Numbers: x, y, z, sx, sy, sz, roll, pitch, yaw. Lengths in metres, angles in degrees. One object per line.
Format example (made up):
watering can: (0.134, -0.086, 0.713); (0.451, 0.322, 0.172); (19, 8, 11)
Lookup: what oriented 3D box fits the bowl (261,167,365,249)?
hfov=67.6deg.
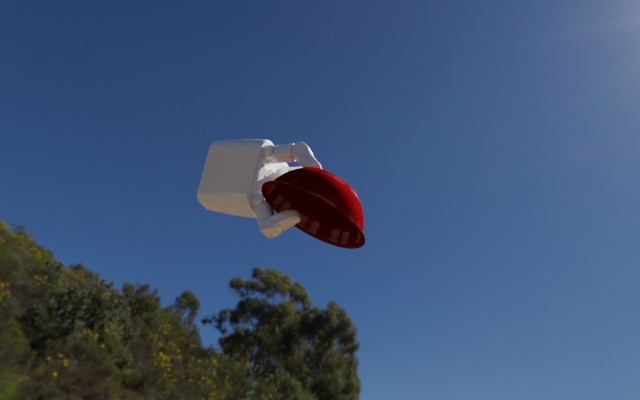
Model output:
bowl: (0.001, 0.002, 0.666); (0.162, 0.055, 0.162); (26, -21, 11)
